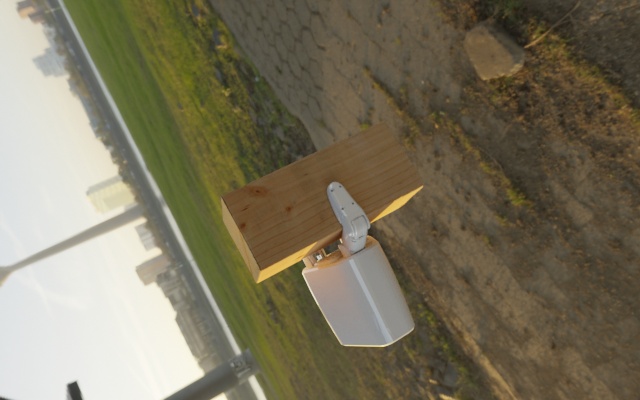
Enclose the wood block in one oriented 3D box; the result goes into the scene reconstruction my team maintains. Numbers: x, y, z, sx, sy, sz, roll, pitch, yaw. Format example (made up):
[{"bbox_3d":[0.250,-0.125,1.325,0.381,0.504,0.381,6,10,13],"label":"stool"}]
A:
[{"bbox_3d":[0.000,0.002,0.549,0.206,0.090,0.091,-27,-12,-17],"label":"wood block"}]
